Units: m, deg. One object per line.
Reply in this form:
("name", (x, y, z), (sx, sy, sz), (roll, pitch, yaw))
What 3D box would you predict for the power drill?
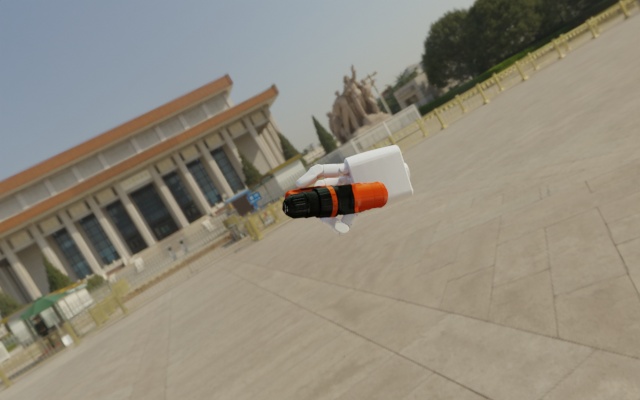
("power drill", (0.000, 0.003, 0.842), (0.184, 0.057, 0.187), (-6, 2, -22))
